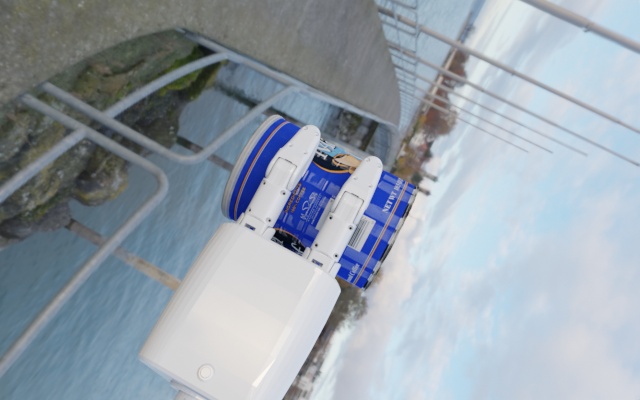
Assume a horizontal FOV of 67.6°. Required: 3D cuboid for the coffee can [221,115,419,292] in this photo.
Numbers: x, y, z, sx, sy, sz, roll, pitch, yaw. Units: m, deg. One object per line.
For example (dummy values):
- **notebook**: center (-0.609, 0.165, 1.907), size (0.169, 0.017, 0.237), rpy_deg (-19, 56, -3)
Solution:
- **coffee can**: center (0.000, 0.001, 0.421), size (0.140, 0.103, 0.103), rpy_deg (28, 3, 6)
